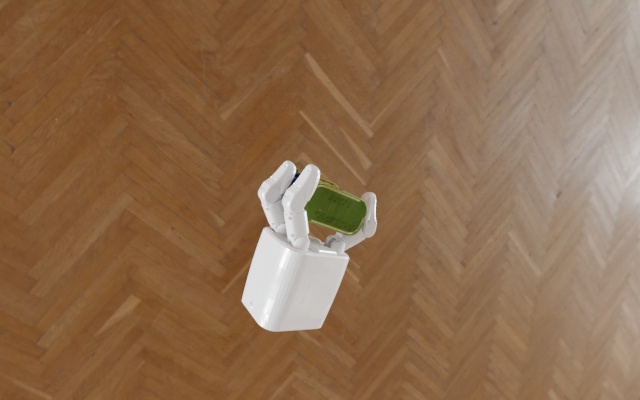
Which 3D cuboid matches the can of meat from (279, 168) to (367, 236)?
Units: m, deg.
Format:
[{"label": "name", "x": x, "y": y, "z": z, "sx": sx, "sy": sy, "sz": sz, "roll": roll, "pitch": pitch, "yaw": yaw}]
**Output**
[{"label": "can of meat", "x": 0.000, "y": 0.002, "z": 0.627, "sx": 0.102, "sy": 0.057, "sz": 0.084, "roll": 21, "pitch": 5, "yaw": -32}]
